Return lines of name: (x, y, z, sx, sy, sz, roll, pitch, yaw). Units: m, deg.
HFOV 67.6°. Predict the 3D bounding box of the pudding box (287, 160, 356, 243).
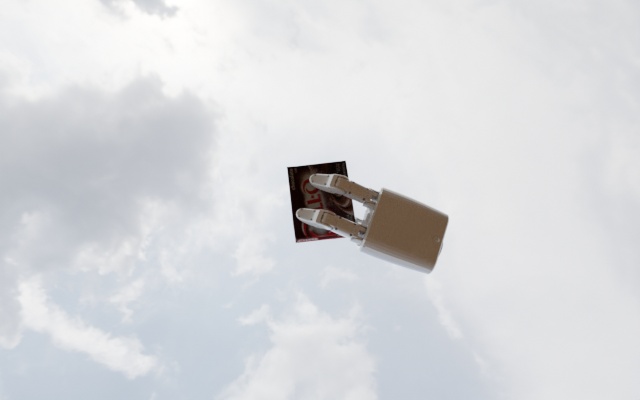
pudding box: (0.000, 0.002, 0.708, 0.090, 0.113, 0.039, -7, -15, -6)
